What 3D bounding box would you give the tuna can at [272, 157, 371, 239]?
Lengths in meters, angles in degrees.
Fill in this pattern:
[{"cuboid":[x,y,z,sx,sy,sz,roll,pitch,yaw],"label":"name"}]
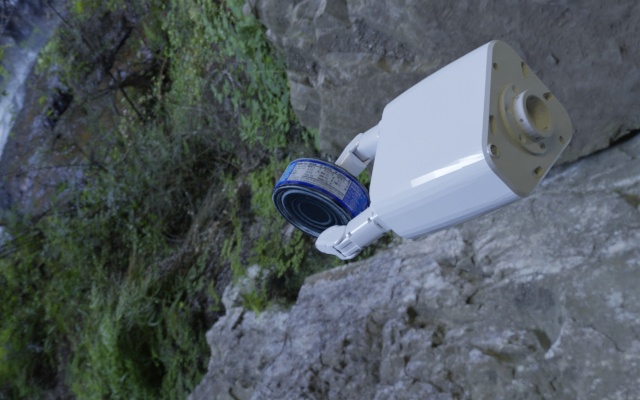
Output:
[{"cuboid":[0.000,0.002,0.435,0.086,0.033,0.086,21,-30,13],"label":"tuna can"}]
